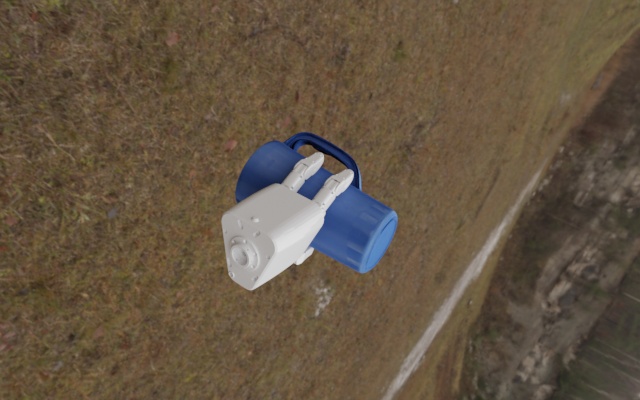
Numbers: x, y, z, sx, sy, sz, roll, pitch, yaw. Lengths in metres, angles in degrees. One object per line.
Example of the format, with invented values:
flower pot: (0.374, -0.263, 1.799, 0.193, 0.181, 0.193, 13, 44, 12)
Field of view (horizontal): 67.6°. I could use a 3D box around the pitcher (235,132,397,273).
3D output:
pitcher: (0.000, 0.003, 0.762, 0.243, 0.149, 0.145, 29, 33, 21)
